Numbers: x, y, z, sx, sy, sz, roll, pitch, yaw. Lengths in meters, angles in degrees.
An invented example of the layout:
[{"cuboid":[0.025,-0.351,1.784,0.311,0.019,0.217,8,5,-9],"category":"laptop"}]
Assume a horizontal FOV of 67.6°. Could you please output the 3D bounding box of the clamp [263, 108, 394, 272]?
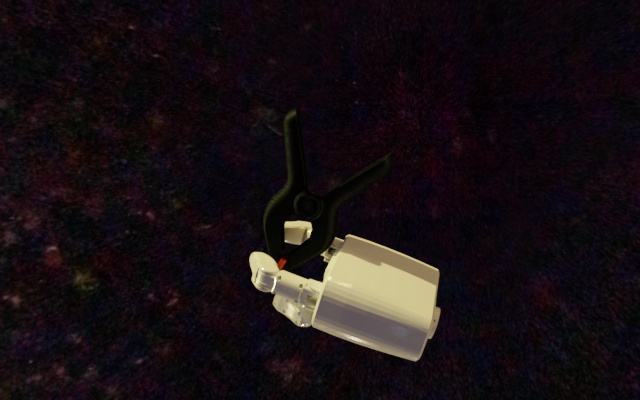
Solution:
[{"cuboid":[0.000,0.002,0.497,0.120,0.171,0.039,19,12,10],"category":"clamp"}]
